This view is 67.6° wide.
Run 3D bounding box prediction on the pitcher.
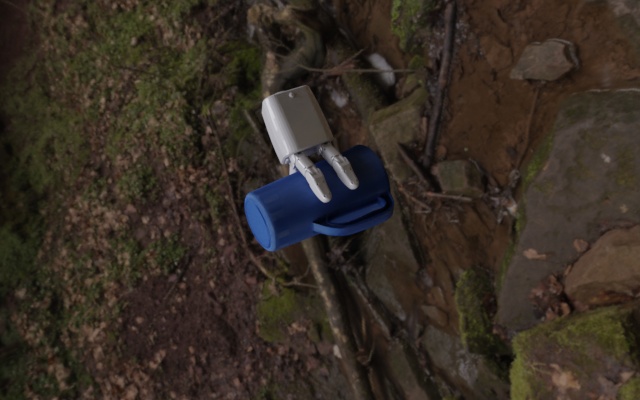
[{"bbox_3d":[0.000,0.003,0.844,0.243,0.145,0.149,-23,1,-25],"label":"pitcher"}]
